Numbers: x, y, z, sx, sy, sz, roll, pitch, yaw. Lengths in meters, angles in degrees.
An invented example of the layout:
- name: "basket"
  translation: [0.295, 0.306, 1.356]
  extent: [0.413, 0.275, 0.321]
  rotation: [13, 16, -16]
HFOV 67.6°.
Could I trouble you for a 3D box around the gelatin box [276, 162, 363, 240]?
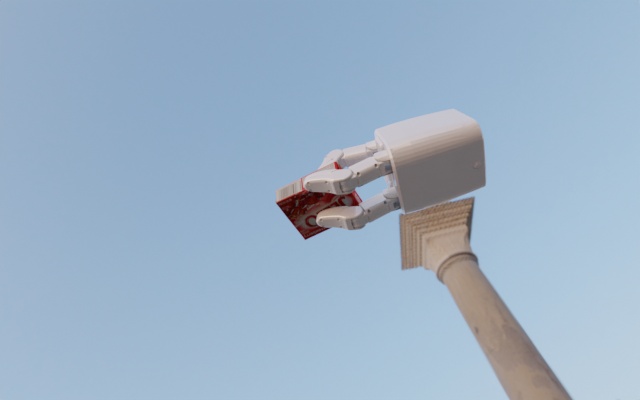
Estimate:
- name: "gelatin box"
  translation: [0.000, 0.002, 0.593]
  extent: [0.089, 0.073, 0.030]
  rotation: [-25, 37, 15]
